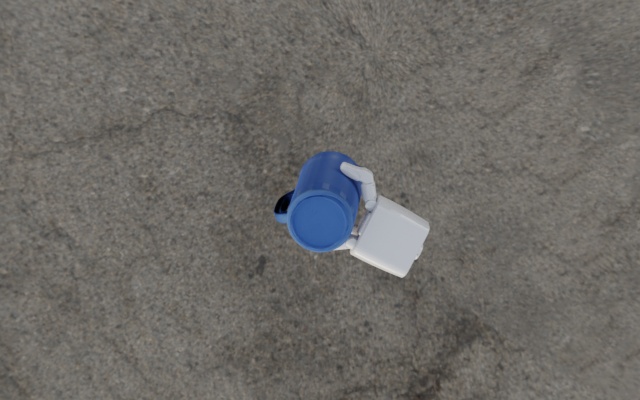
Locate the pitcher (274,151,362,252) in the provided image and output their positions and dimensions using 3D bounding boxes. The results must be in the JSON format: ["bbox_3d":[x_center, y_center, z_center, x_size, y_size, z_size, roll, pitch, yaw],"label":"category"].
[{"bbox_3d":[0.000,0.003,0.863,0.145,0.149,0.242,27,18,-3],"label":"pitcher"}]
